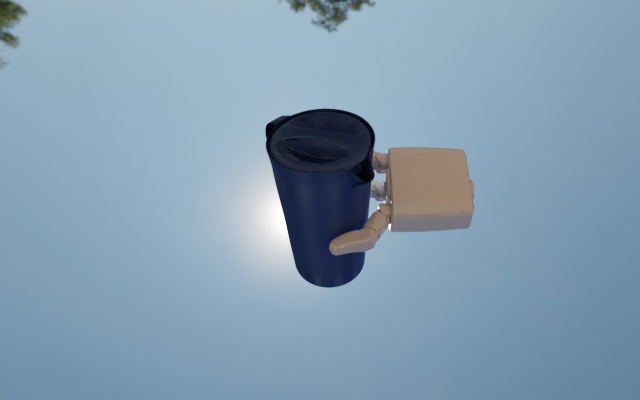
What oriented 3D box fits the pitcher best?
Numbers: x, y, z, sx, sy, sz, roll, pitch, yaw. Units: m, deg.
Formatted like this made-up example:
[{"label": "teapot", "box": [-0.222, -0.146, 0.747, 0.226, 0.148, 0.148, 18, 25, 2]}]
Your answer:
[{"label": "pitcher", "box": [0.000, 0.002, 0.660, 0.145, 0.243, 0.149, -2, 43, 3]}]
